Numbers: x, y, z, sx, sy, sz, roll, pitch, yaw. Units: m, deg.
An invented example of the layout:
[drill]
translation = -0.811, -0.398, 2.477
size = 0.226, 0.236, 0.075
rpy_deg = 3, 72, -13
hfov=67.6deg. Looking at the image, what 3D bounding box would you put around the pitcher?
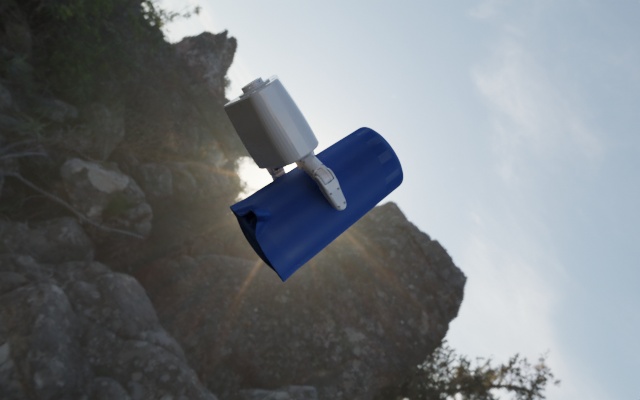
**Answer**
[pitcher]
translation = 0.000, 0.002, 0.714
size = 0.243, 0.145, 0.149
rpy_deg = -35, 20, -10
